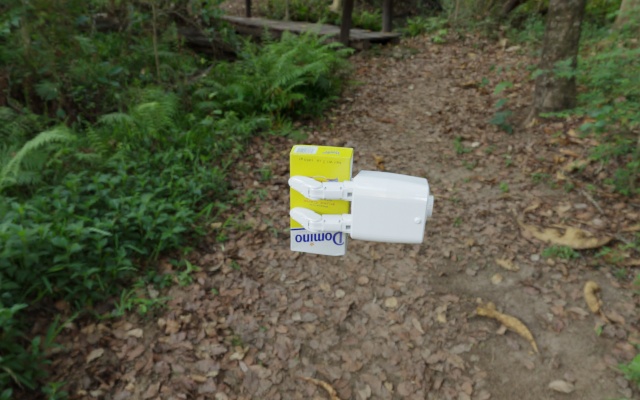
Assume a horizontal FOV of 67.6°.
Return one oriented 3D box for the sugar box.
[{"bbox_3d":[0.000,0.003,0.753,0.093,0.176,0.048,5,27,8],"label":"sugar box"}]
